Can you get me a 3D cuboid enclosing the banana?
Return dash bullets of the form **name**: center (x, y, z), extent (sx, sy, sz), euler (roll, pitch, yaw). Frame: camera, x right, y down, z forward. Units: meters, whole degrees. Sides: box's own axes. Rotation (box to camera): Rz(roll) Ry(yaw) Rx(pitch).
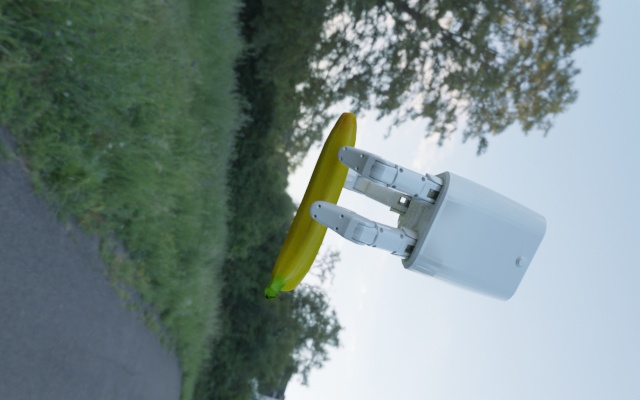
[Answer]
- **banana**: center (-0.004, 0.009, 0.475), extent (0.037, 0.197, 0.070), euler (22, -15, -2)
